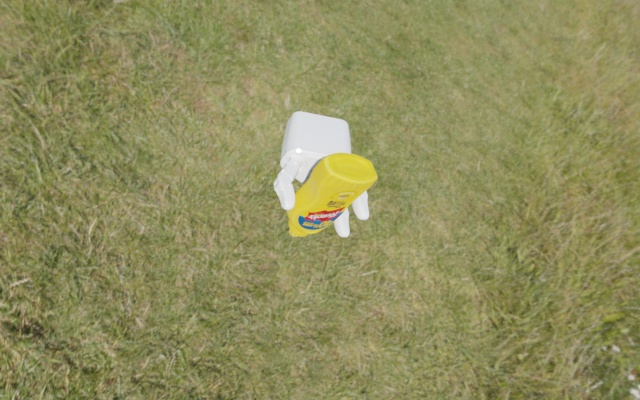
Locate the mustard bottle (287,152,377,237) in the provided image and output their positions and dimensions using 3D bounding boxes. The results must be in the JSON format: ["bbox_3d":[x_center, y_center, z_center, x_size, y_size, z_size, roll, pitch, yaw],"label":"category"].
[{"bbox_3d":[0.000,0.003,0.762,0.096,0.058,0.192,0,-33,-36],"label":"mustard bottle"}]
